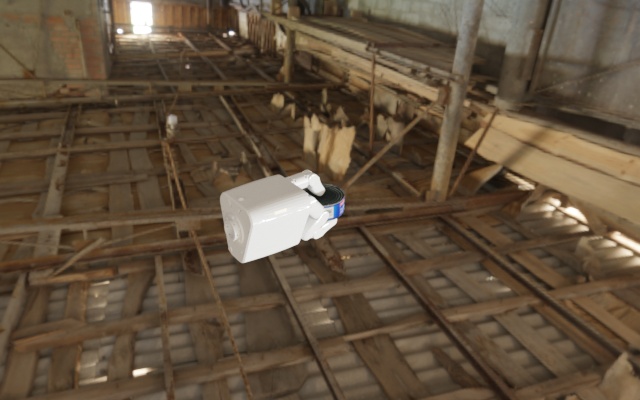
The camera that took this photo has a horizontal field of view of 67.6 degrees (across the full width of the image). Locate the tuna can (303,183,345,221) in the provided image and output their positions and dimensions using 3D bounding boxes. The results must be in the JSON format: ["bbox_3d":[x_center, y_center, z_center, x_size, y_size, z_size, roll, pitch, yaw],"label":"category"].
[{"bbox_3d":[0.000,0.003,0.848,0.086,0.034,0.086,0,28,0],"label":"tuna can"}]
